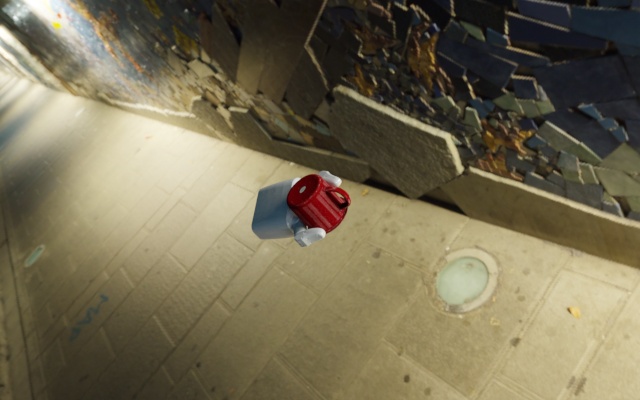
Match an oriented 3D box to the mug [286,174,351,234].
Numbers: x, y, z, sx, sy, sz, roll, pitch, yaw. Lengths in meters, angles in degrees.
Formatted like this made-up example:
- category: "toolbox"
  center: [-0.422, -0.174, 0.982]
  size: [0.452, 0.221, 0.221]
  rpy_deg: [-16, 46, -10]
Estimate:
- category: "mug"
  center: [0.001, 0.003, 0.878]
  size: [0.117, 0.093, 0.081]
  rpy_deg: [-14, -47, 36]
